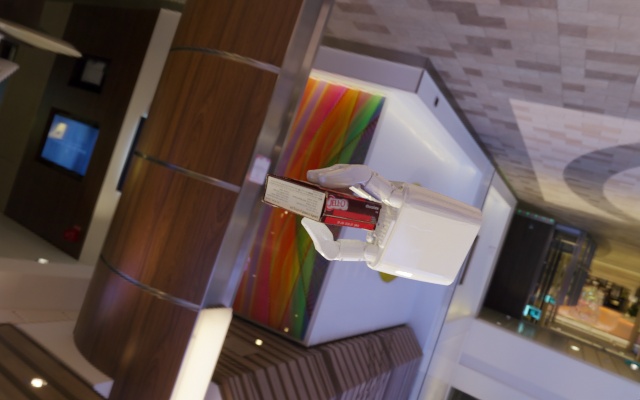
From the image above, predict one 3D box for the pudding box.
[{"bbox_3d":[0.000,0.002,0.555,0.090,0.039,0.113,13,2,-43],"label":"pudding box"}]
